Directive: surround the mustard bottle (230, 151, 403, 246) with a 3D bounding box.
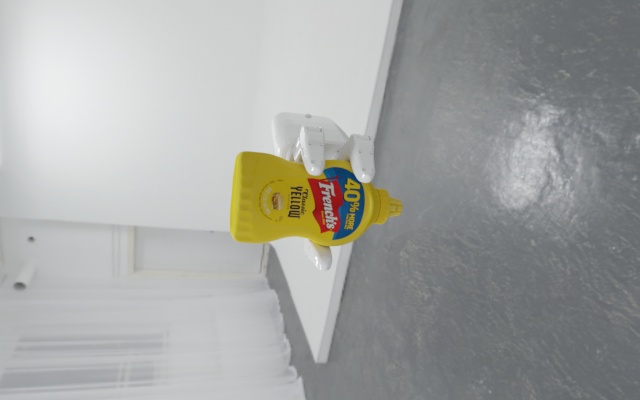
[{"bbox_3d":[0.000,0.002,0.527,0.191,0.096,0.058,4,4,-17],"label":"mustard bottle"}]
